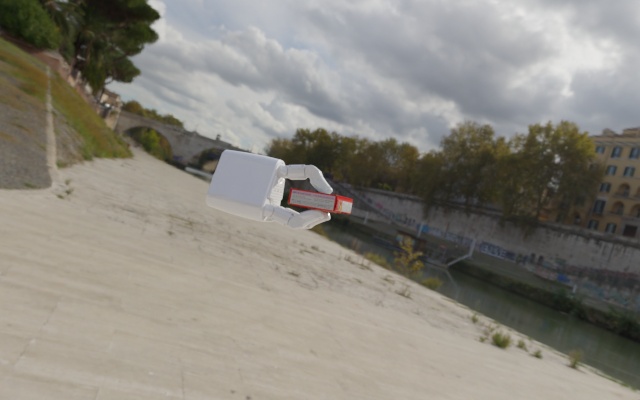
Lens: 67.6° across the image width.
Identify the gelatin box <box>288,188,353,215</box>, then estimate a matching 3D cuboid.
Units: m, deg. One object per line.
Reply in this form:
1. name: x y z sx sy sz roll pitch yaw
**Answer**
1. gelatin box: 0.001 0.002 0.808 0.089 0.030 0.073 8 -2 25
